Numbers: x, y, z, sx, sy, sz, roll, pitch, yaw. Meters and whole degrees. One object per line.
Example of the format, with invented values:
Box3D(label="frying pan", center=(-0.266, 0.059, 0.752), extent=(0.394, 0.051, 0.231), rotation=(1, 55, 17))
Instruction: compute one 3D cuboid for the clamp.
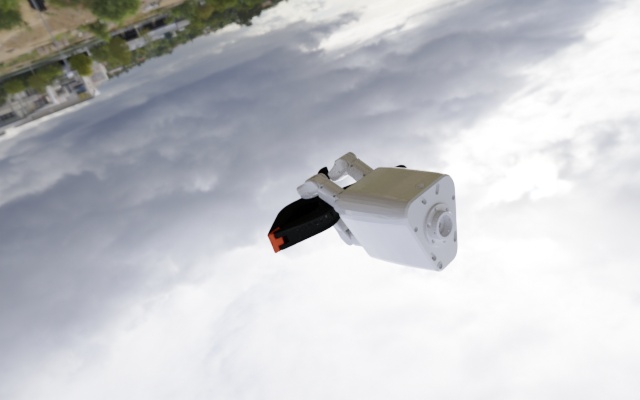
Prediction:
Box3D(label="clamp", center=(0.000, 0.003, 0.663), extent=(0.210, 0.036, 0.164), rotation=(-34, 25, -31))
